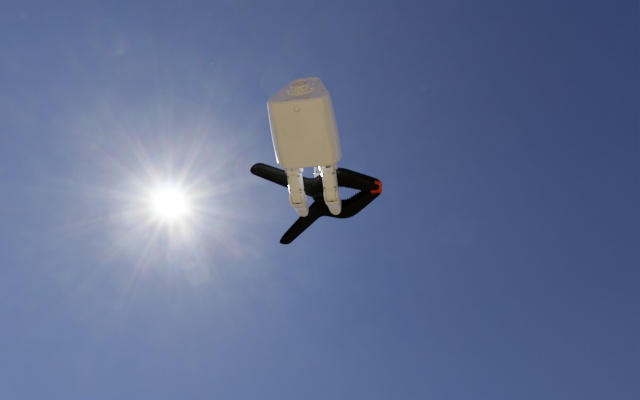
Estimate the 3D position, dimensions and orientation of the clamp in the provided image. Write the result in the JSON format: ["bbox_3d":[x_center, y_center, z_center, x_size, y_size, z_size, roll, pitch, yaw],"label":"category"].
[{"bbox_3d":[0.001,0.002,0.803,0.210,0.165,0.036,-4,34,10],"label":"clamp"}]
